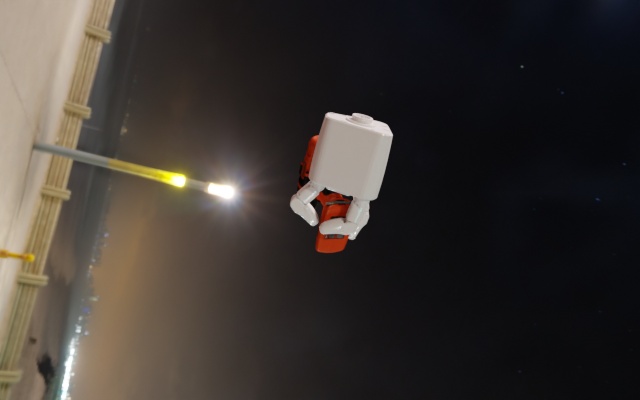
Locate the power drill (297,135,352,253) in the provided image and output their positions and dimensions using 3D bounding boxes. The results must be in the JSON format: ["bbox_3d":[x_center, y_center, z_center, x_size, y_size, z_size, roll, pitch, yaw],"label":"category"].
[{"bbox_3d":[0.000,0.003,0.866,0.057,0.185,0.187,-2,42,-18],"label":"power drill"}]
